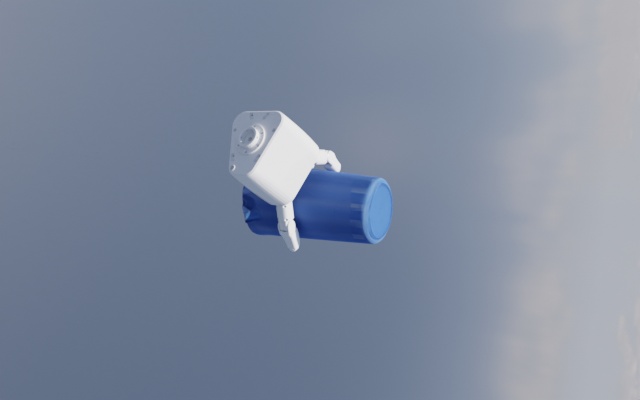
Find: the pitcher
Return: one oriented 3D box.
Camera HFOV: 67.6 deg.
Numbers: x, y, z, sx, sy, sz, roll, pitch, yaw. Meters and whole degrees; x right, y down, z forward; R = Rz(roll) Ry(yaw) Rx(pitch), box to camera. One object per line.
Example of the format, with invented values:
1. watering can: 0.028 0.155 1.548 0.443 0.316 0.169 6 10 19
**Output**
1. pitcher: 0.000 0.003 0.829 0.243 0.149 0.145 6 -22 31
